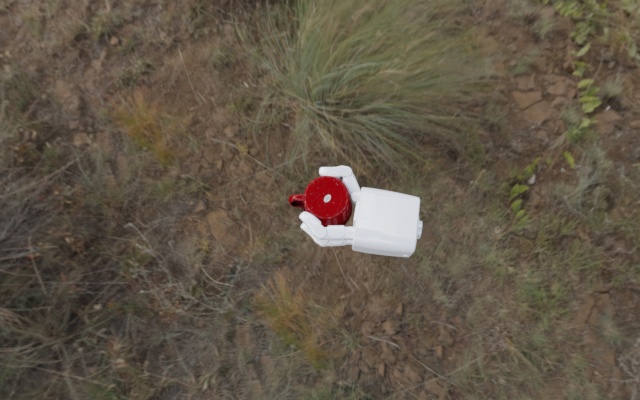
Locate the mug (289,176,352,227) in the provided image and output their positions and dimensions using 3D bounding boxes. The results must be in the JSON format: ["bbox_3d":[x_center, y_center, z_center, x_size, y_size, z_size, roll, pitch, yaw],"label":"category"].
[{"bbox_3d":[-0.001,0.003,0.873,0.117,0.093,0.081,7,-15,5],"label":"mug"}]
